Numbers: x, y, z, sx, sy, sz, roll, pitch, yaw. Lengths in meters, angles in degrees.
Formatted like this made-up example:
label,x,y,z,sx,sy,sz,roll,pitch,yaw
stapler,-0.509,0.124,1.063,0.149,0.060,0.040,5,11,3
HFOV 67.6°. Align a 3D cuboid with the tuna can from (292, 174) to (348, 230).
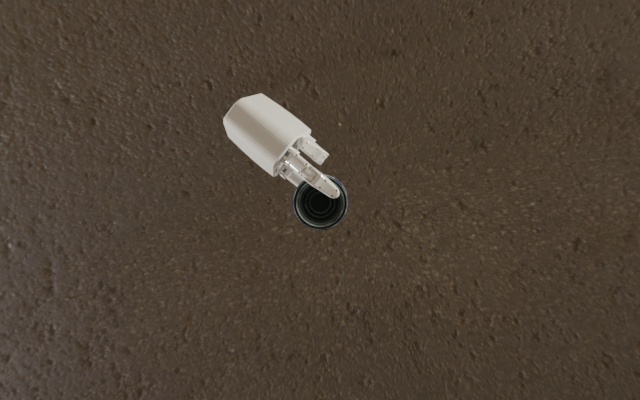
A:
label,x,y,z,sx,sy,sz,roll,pitch,yaw
tuna can,0.000,0.002,0.734,0.086,0.086,0.034,0,4,1
